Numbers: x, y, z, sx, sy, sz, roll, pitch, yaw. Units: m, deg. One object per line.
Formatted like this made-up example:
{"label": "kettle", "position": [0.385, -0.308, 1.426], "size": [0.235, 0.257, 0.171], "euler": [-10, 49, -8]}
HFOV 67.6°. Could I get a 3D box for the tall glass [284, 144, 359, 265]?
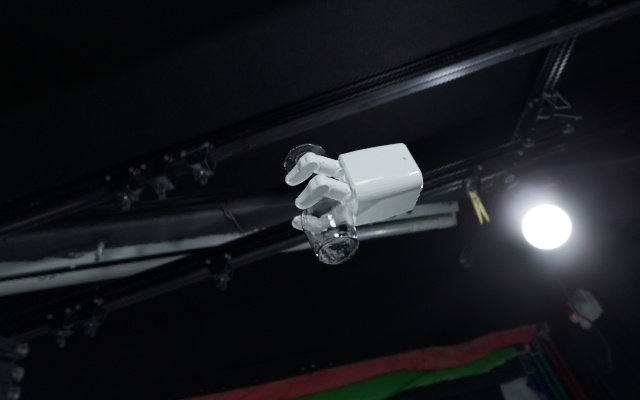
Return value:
{"label": "tall glass", "position": [0.000, 0.002, 0.740], "size": [0.079, 0.201, 0.079], "euler": [-10, -43, -10]}
